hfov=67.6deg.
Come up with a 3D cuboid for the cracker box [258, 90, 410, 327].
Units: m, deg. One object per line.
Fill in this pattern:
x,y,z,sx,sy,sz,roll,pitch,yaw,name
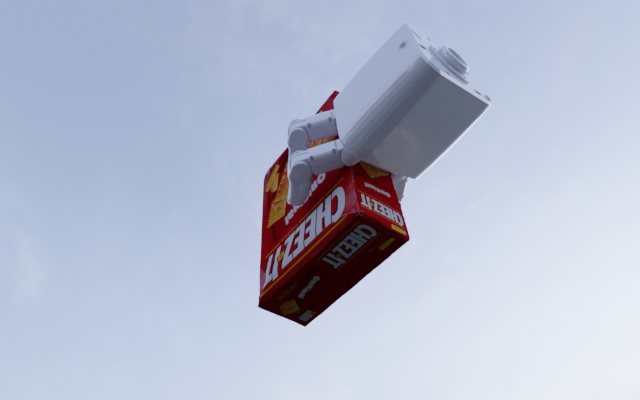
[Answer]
0.000,0.002,0.533,0.072,0.213,0.164,28,-56,-25,cracker box
